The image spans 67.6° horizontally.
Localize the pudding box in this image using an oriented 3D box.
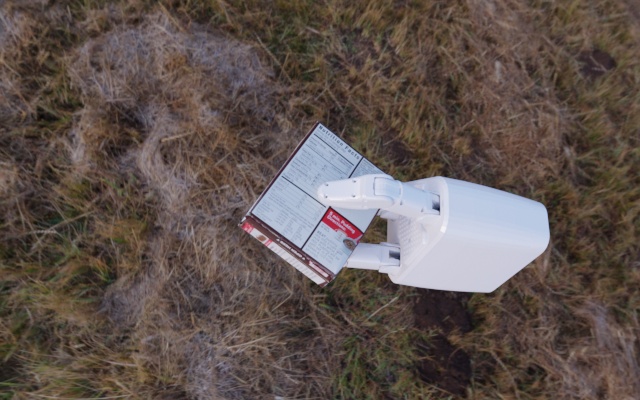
[{"bbox_3d":[0.000,0.001,0.407,0.090,0.113,0.039,37,-28,-4],"label":"pudding box"}]
